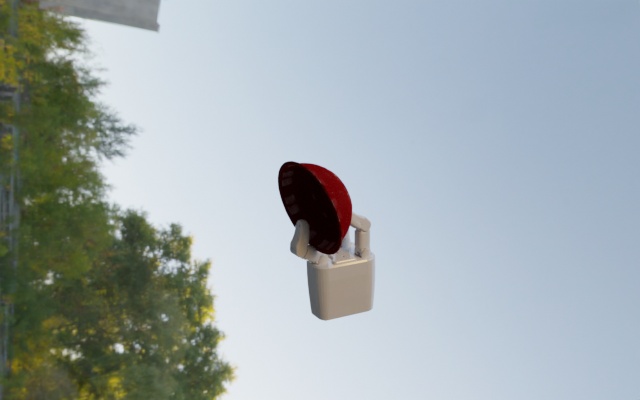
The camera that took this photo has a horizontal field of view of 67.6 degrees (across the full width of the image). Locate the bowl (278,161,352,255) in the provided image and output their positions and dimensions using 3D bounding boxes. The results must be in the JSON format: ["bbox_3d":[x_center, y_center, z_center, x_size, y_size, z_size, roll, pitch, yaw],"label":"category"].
[{"bbox_3d":[0.000,0.001,0.753,0.055,0.162,0.162,-29,14,-27],"label":"bowl"}]
